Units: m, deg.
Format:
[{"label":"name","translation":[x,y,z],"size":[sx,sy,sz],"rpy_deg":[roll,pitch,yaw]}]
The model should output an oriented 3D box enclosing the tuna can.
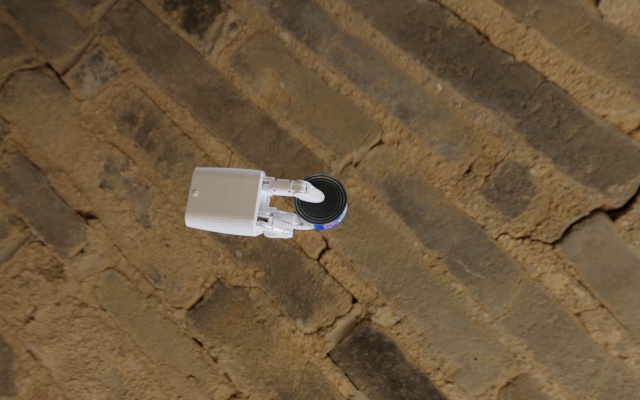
[{"label":"tuna can","translation":[0.000,0.003,0.760],"size":[0.086,0.086,0.034],"rpy_deg":[0,-20,3]}]
